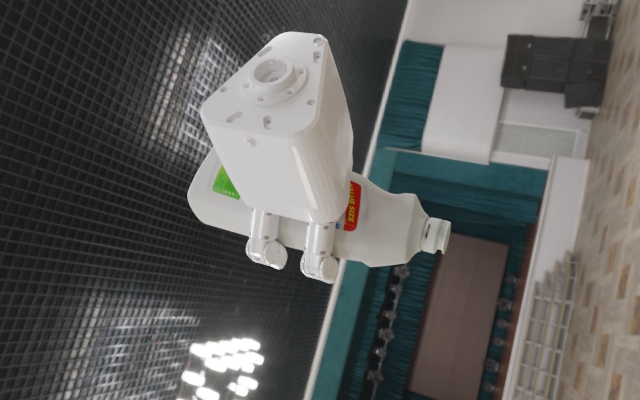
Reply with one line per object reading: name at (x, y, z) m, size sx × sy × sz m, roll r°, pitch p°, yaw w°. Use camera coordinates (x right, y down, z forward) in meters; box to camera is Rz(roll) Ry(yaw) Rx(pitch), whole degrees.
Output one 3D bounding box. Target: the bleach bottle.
bleach bottle at (0.000, 0.002, 0.467) m, size 0.251 × 0.102 × 0.068 m, roll 12°, pitch -31°, yaw 21°
